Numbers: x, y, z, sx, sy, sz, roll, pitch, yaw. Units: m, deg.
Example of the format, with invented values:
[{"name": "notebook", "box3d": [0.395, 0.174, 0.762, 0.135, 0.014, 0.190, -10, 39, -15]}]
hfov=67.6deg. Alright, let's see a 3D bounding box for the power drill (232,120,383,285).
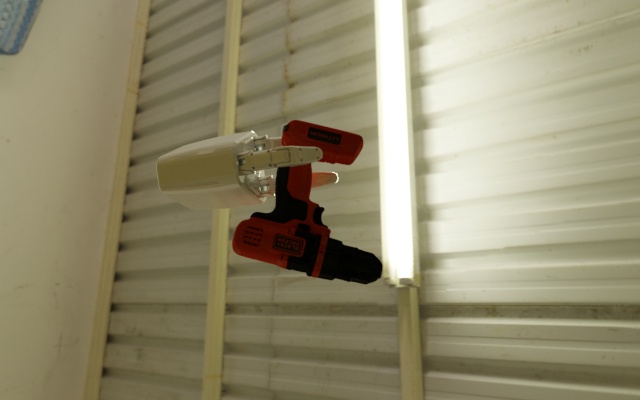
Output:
[{"name": "power drill", "box3d": [0.000, 0.001, 0.597, 0.184, 0.187, 0.057, 14, -20, -3]}]
